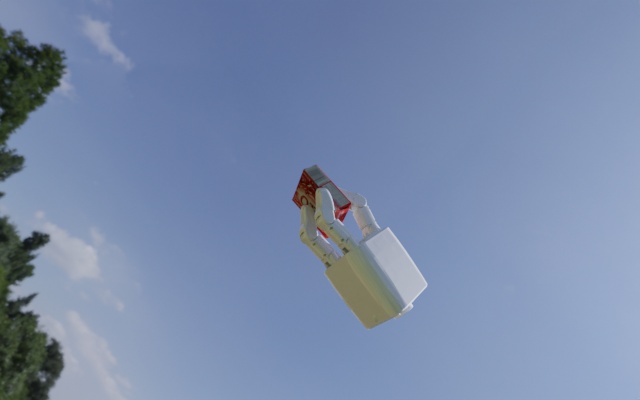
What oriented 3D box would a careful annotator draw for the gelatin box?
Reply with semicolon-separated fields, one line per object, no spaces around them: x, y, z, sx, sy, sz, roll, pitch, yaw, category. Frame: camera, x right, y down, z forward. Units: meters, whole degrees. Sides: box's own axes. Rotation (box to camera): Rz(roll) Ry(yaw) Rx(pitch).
0.000;0.002;0.724;0.030;0.089;0.073;-25;-26;-35;gelatin box
